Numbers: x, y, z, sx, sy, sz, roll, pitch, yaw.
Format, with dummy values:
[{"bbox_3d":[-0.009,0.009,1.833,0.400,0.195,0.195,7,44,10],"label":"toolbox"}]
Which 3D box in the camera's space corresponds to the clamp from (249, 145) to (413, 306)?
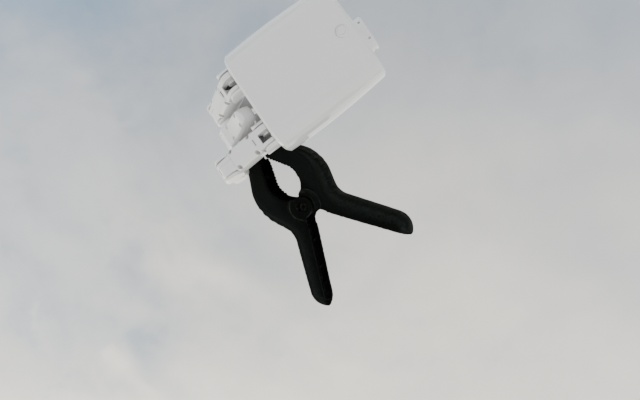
[{"bbox_3d":[0.000,0.001,0.445,0.120,0.171,0.039,-35,0,13],"label":"clamp"}]
